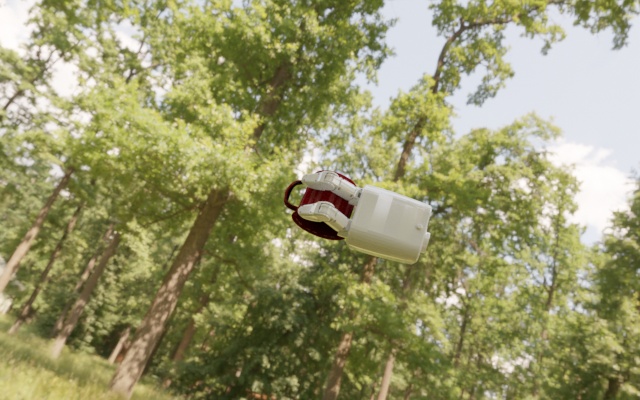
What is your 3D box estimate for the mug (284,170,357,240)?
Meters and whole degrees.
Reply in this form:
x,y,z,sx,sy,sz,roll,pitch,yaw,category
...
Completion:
x,y,z,sx,sy,sz,roll,pitch,yaw,category
-0.001,0.002,0.760,0.117,0.081,0.093,17,-25,9,mug
